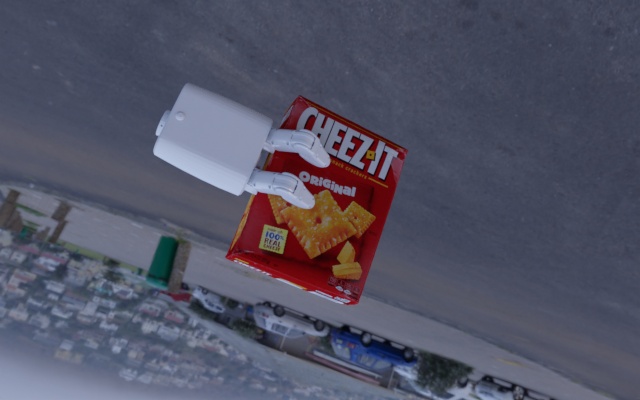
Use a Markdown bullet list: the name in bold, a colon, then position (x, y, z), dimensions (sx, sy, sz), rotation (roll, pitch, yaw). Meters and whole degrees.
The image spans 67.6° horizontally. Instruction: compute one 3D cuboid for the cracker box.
- **cracker box**: position (0.000, 0.002, 0.596), dimensions (0.164, 0.213, 0.072), rotation (25, -17, -13)
